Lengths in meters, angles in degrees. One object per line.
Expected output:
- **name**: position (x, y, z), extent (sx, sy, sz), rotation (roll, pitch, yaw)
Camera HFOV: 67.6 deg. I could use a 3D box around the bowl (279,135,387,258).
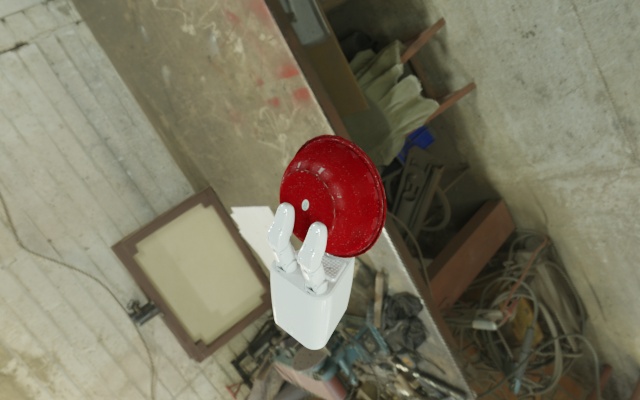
- **bowl**: position (0.000, 0.001, 0.592), extent (0.162, 0.162, 0.055), rotation (0, 13, 42)
